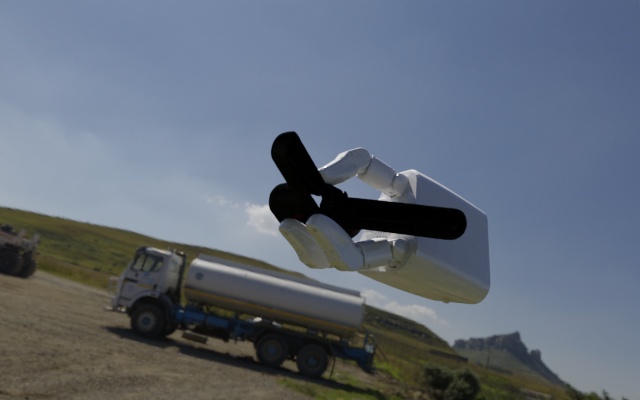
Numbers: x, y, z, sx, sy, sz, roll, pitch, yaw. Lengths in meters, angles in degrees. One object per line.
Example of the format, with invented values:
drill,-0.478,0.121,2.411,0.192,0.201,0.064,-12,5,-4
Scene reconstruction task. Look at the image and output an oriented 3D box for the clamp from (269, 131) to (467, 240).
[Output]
clamp,0.000,0.001,0.428,0.164,0.036,0.210,27,-19,-23
